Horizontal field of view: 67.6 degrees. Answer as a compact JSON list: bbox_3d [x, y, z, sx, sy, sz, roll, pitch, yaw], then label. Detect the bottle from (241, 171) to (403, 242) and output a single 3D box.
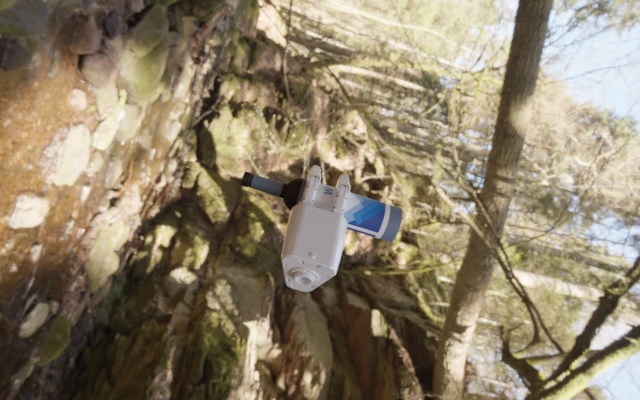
[{"bbox_3d":[0.000,0.003,0.874,0.296,0.069,0.069,17,-2,-5],"label":"bottle"}]
